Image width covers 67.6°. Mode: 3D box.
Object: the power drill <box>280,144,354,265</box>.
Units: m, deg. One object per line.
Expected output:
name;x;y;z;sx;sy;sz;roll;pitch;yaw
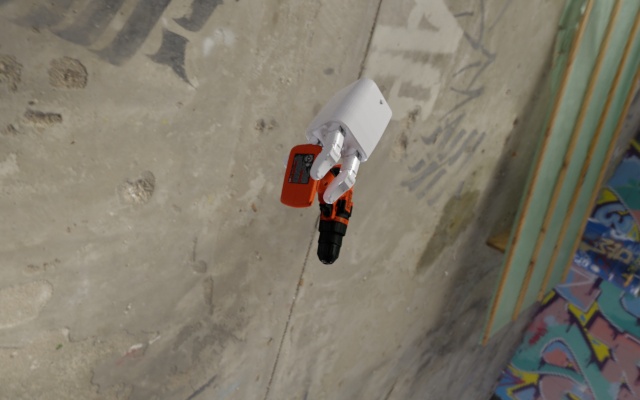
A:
power drill;0.000;0.002;0.798;0.057;0.184;0.188;3;-17;23
